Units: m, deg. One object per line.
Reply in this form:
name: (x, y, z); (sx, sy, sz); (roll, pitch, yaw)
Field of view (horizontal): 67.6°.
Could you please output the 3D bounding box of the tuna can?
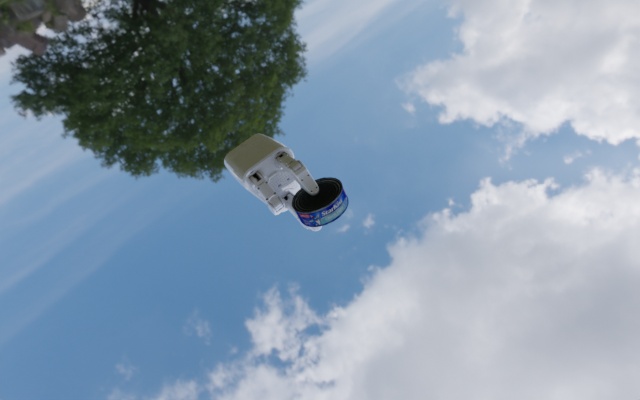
tuna can: (0.000, 0.003, 0.752); (0.086, 0.034, 0.086); (-18, 33, 12)
